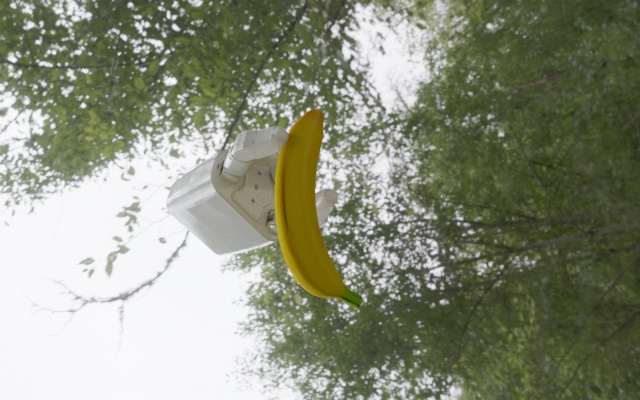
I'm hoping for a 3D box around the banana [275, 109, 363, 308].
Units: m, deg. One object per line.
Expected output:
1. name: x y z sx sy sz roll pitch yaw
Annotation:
1. banana: -0.012 0.004 0.441 0.037 0.197 0.069 -21 -17 41
